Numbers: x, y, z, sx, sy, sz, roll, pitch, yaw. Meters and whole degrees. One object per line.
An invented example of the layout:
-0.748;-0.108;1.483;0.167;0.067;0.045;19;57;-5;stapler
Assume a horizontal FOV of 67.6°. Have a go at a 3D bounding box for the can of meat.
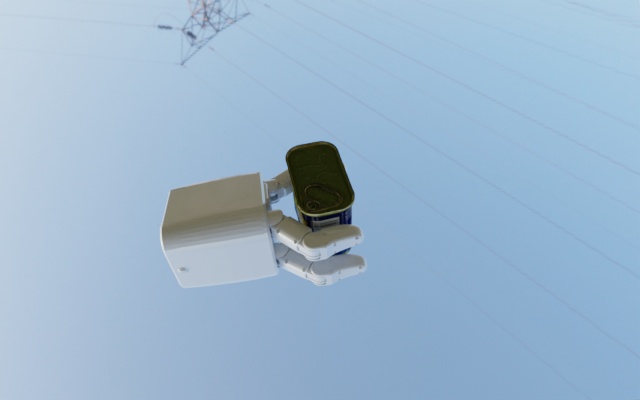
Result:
0.000;0.002;0.515;0.057;0.102;0.084;-12;-41;-7;can of meat
